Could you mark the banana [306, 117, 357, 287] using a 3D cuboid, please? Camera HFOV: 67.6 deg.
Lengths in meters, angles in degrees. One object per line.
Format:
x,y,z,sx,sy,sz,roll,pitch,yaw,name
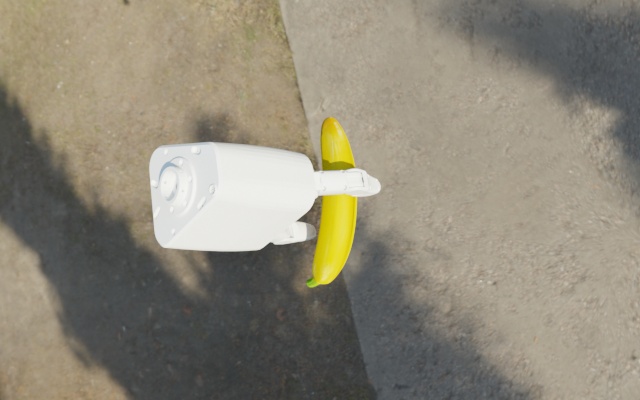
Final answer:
0.011,0.008,0.520,0.037,0.198,0.069,3,8,-40,banana
